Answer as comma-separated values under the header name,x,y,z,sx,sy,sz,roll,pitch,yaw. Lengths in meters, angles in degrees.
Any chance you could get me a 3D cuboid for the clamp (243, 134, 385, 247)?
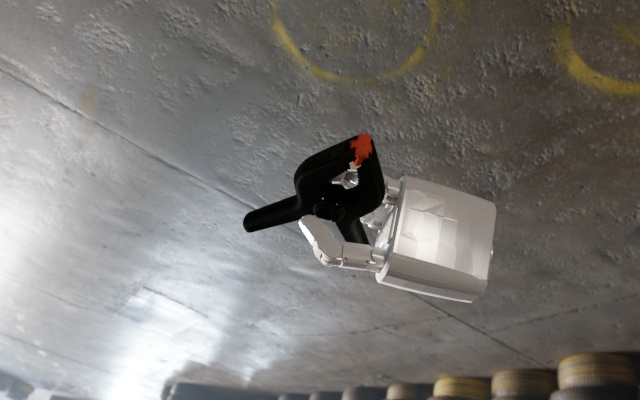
name,x,y,z,sx,sy,sz,roll,pitch,yaw
clamp,0.000,0.002,0.515,0.164,0.036,0.210,13,-35,-3
